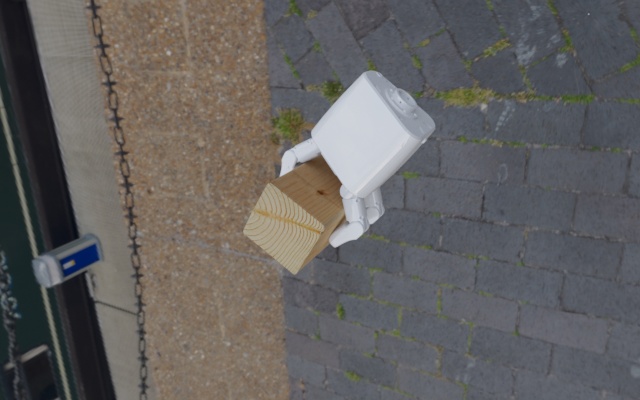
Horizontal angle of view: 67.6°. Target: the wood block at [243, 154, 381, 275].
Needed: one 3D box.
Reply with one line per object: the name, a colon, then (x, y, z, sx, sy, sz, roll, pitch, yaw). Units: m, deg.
wood block: (0.000, 0.002, 0.664, 0.091, 0.090, 0.206, 38, 32, 11)
